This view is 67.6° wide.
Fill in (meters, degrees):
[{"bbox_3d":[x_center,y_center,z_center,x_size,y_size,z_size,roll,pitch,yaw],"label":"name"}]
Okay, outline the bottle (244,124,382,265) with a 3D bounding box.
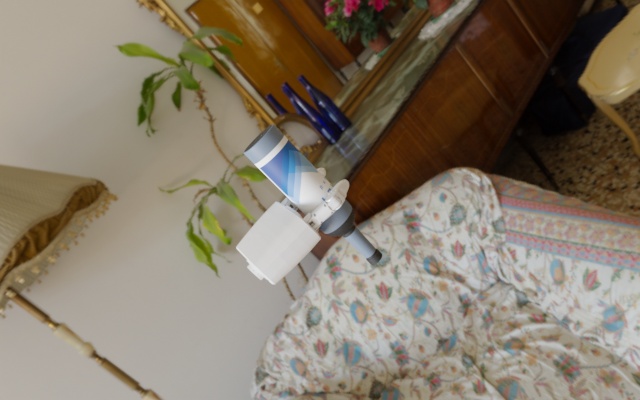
[{"bbox_3d":[0.000,0.002,0.797,0.296,0.069,0.069,46,-16,-17],"label":"bottle"}]
